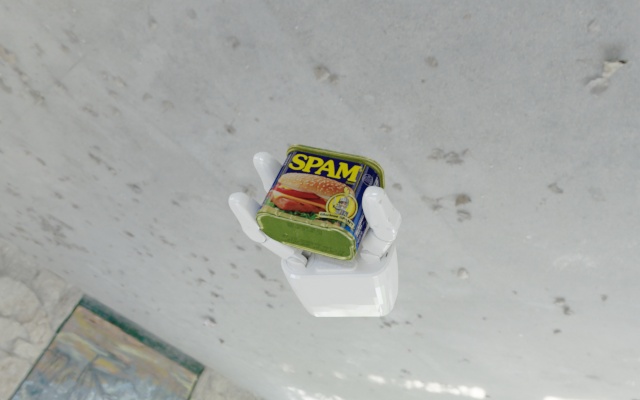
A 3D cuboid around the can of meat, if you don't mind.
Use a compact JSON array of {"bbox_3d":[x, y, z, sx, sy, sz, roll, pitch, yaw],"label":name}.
[{"bbox_3d":[0.000,0.002,0.451,0.102,0.084,0.057,13,-33,19],"label":"can of meat"}]
